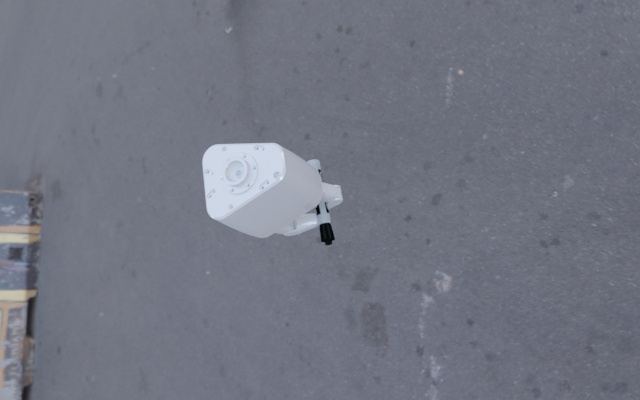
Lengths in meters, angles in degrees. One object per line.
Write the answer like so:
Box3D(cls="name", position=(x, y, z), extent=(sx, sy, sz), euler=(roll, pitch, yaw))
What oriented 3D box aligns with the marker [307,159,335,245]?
Box3D(cls="marker", position=(0.000, 0.002, 0.651), extent=(0.020, 0.121, 0.020), euler=(-10, -18, -3))
